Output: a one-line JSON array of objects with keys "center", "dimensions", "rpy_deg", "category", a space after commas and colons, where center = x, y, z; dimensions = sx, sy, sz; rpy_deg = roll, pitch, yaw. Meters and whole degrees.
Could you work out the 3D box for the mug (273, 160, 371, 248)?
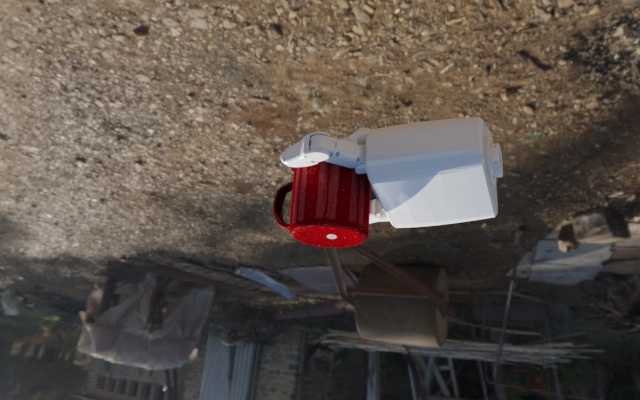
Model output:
[{"center": [-0.001, 0.002, 0.504], "dimensions": [0.117, 0.081, 0.093], "rpy_deg": [-7, -24, 26], "category": "mug"}]
